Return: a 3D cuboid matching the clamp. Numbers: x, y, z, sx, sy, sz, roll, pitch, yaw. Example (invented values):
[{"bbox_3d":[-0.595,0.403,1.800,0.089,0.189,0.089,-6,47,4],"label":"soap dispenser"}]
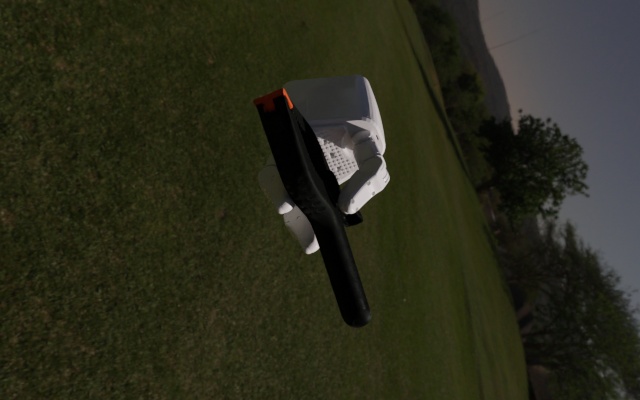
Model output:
[{"bbox_3d":[0.001,0.001,0.429,0.036,0.210,0.164,-20,37,13],"label":"clamp"}]
